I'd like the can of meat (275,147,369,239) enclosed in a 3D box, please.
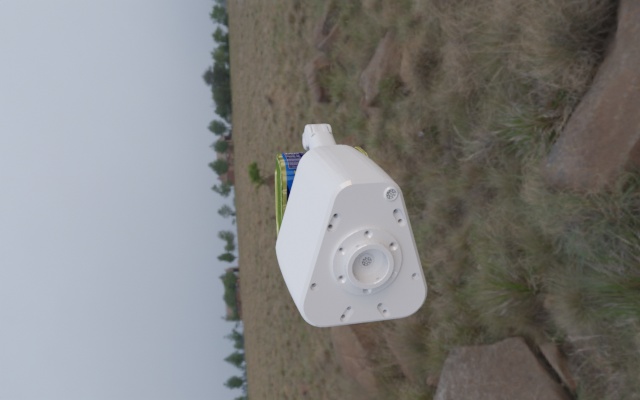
[{"bbox_3d":[0.000,0.001,0.469,0.084,0.102,0.057,-4,21,-11],"label":"can of meat"}]
